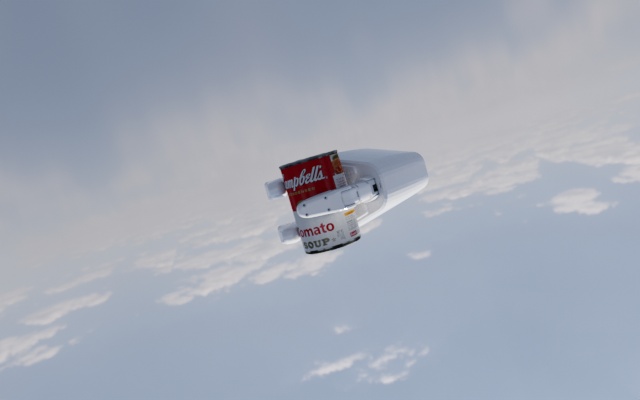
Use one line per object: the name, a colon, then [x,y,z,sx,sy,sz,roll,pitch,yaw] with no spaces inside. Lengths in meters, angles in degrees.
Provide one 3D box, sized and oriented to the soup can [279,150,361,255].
soup can: [0.000,0.002,0.533,0.068,0.102,0.068,-16,4,1]
